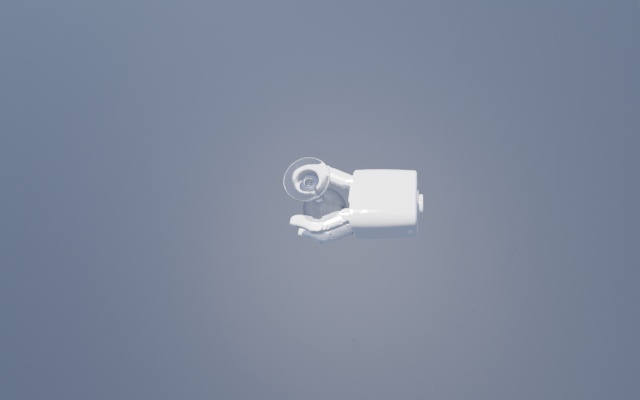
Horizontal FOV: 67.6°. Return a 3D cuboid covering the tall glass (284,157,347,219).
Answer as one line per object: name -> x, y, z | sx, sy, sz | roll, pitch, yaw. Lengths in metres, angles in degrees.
tall glass -> 0.000, 0.002, 0.823 | 0.079, 0.079, 0.201 | 0, -21, 13
